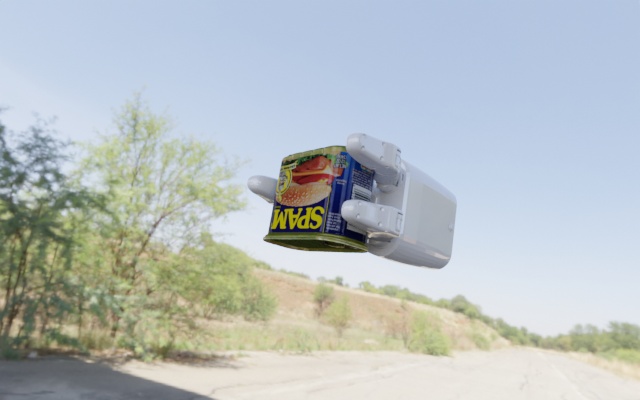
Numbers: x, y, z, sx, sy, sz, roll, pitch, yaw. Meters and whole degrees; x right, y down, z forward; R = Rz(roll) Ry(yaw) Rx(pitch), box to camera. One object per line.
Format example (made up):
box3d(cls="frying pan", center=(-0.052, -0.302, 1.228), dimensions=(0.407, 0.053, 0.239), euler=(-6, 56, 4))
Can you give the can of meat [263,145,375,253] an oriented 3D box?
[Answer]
box3d(cls="can of meat", center=(0.000, 0.001, 0.438), dimensions=(0.057, 0.084, 0.102), euler=(20, -17, -40))
